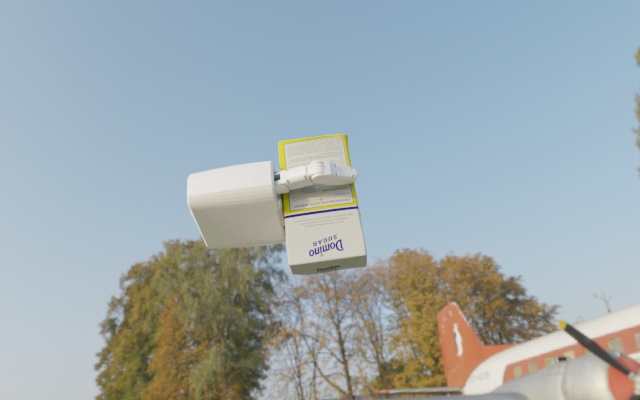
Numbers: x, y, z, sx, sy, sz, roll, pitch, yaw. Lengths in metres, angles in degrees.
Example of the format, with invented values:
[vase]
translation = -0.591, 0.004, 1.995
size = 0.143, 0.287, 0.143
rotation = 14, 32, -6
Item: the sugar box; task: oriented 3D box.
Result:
[sugar box]
translation = 0.000, 0.002, 0.601
size = 0.093, 0.176, 0.048
rotation = -7, -26, 1
